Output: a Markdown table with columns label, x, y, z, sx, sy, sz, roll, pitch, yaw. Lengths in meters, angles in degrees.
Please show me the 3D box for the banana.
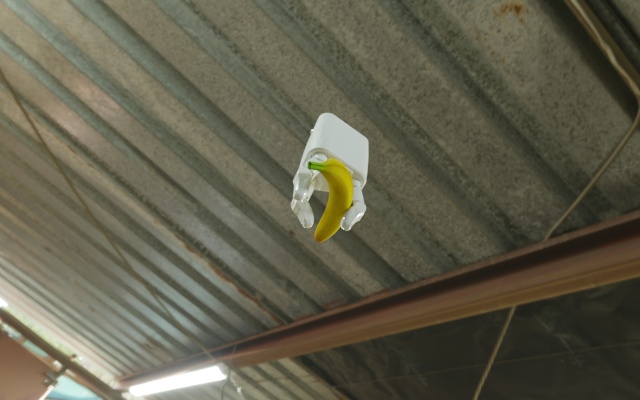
| label | x | y | z | sx | sy | sz | roll | pitch | yaw |
| --- | --- | --- | --- | --- | --- | --- | --- | --- | --- |
| banana | 0.018 | -0.003 | 0.757 | 0.069 | 0.037 | 0.198 | -9 | -41 | -3 |
